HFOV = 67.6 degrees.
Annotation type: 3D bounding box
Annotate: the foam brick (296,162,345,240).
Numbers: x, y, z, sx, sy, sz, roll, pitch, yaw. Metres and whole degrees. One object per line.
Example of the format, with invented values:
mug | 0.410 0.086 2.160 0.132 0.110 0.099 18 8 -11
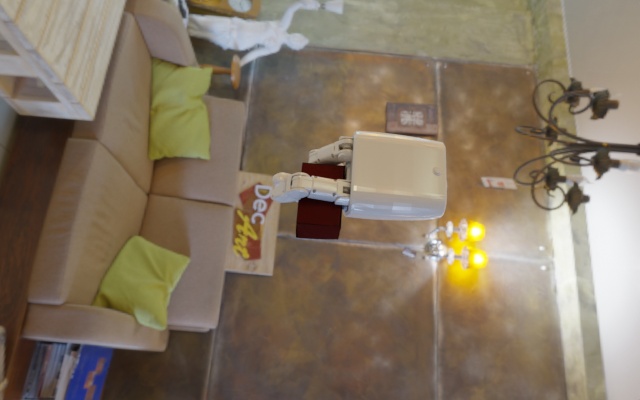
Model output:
foam brick | 0.000 0.002 0.559 0.051 0.078 0.053 5 -21 -1
